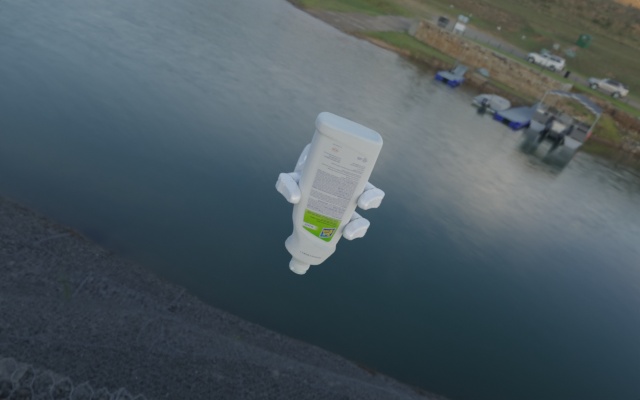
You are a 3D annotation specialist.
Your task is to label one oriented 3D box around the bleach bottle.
[{"bbox_3d":[0.000,0.002,0.717,0.102,0.251,0.068,21,25,-5],"label":"bleach bottle"}]
